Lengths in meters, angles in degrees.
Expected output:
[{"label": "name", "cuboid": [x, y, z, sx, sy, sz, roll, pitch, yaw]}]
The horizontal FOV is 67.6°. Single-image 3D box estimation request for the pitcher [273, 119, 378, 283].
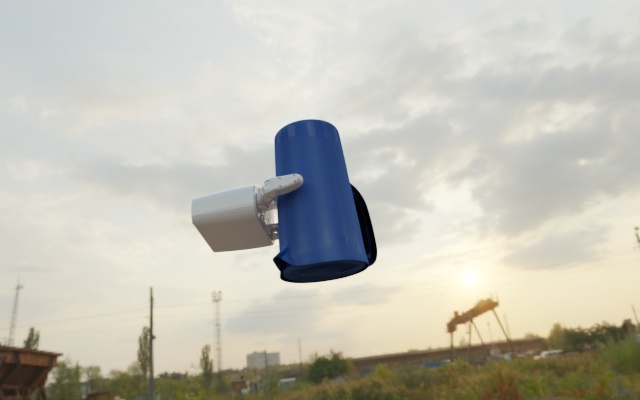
[{"label": "pitcher", "cuboid": [0.000, 0.002, 0.750, 0.145, 0.242, 0.149, -11, -21, 8]}]
